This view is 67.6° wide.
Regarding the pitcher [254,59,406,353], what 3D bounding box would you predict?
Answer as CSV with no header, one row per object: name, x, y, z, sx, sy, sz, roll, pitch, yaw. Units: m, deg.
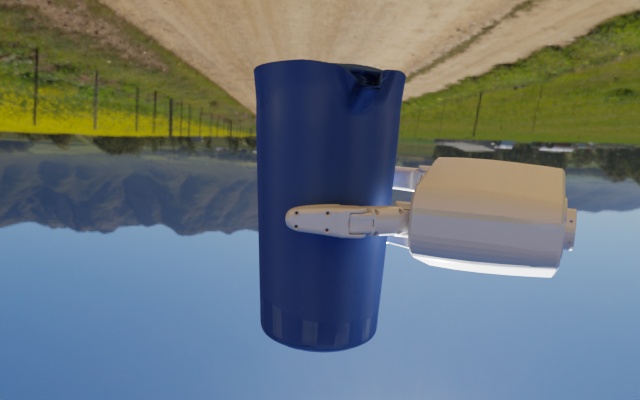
pitcher,0.000,0.001,0.442,0.145,0.243,0.149,5,6,22
